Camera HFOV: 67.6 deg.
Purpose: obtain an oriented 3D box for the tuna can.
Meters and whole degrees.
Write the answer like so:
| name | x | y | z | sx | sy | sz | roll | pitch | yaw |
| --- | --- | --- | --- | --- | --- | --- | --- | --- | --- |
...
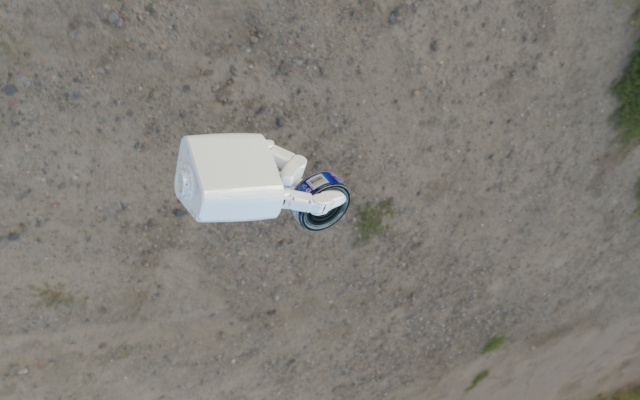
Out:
| name | x | y | z | sx | sy | sz | roll | pitch | yaw |
| --- | --- | --- | --- | --- | --- | --- | --- | --- | --- |
| tuna can | 0.000 | 0.003 | 0.682 | 0.086 | 0.086 | 0.033 | 0 | 35 | -39 |
